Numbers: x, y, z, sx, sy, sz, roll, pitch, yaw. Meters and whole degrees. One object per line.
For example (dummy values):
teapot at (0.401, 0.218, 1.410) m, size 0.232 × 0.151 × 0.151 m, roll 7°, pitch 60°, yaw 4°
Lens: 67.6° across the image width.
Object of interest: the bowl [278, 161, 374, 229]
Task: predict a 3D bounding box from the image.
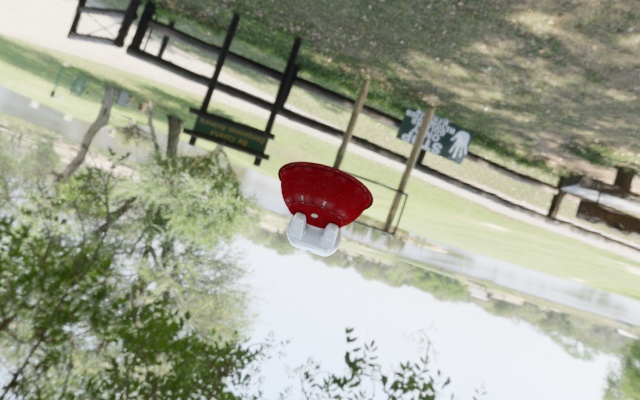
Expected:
bowl at (0.000, 0.002, 0.763) m, size 0.162 × 0.055 × 0.162 m, roll 16°, pitch -23°, yaw 7°
